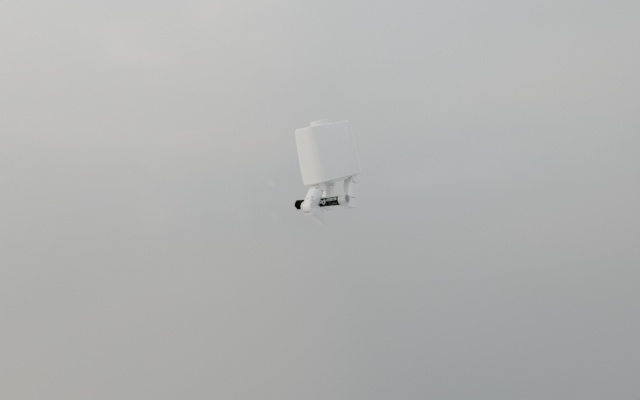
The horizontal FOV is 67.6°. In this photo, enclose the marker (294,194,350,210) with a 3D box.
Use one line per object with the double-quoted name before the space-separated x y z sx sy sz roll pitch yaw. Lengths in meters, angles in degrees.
"marker" 0.000 0.003 0.886 0.121 0.020 0.020 -7 -4 37
